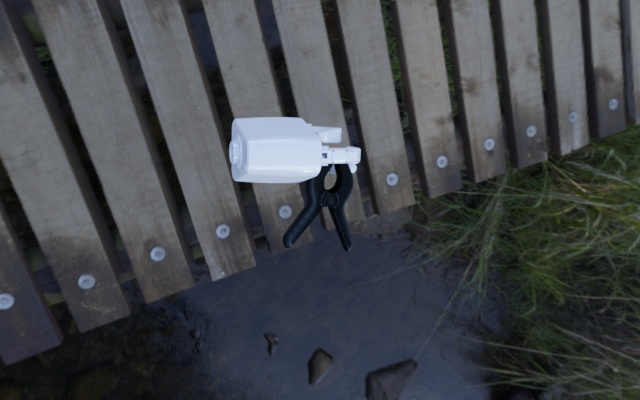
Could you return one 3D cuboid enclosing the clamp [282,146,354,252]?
[{"bbox_3d":[0.001,0.002,0.742,0.120,0.171,0.039,-5,13,-29],"label":"clamp"}]
